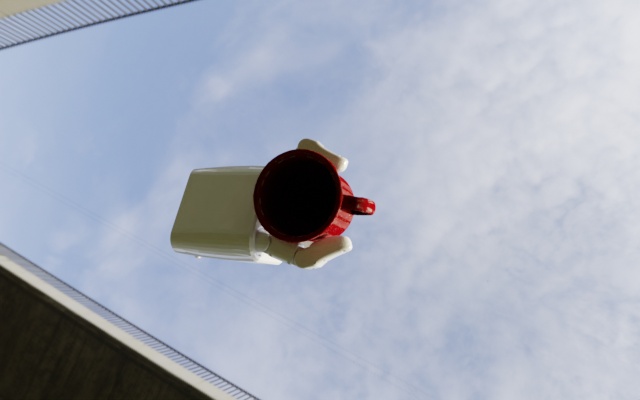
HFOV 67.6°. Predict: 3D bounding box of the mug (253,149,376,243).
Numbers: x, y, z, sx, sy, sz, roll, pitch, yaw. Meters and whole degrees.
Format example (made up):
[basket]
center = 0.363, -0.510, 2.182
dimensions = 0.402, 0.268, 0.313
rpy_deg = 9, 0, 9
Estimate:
[mug]
center = 0.002, 0.002, 0.498
dimensions = 0.117, 0.093, 0.081
rpy_deg = 3, -8, 19
